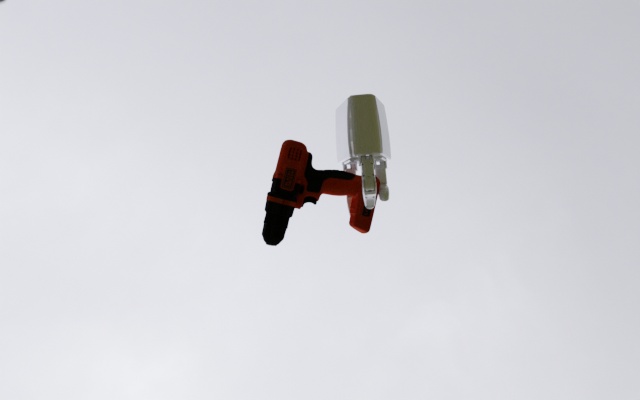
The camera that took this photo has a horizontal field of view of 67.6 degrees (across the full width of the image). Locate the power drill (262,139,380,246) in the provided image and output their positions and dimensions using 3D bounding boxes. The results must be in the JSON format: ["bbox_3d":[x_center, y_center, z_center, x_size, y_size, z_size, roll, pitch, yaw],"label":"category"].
[{"bbox_3d":[0.001,0.003,0.830,0.187,0.184,0.057,13,1,-15],"label":"power drill"}]
